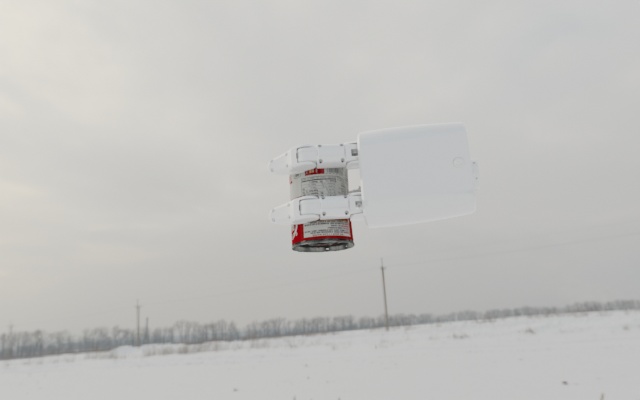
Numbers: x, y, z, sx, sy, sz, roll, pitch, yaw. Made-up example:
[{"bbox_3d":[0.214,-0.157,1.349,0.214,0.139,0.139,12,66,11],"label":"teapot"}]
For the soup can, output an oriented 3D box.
[{"bbox_3d":[0.000,0.002,0.525,0.068,0.102,0.068,-3,-14,-1],"label":"soup can"}]
